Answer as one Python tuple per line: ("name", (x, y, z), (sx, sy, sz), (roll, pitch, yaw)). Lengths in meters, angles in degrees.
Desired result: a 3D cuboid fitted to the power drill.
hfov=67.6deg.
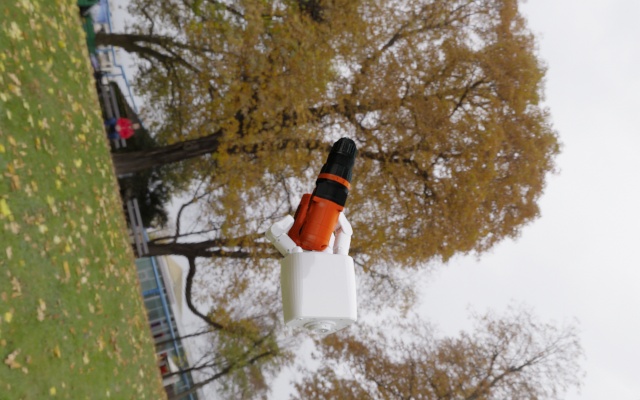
("power drill", (0.000, 0.003, 0.784), (0.057, 0.184, 0.188), (22, -17, -5))
